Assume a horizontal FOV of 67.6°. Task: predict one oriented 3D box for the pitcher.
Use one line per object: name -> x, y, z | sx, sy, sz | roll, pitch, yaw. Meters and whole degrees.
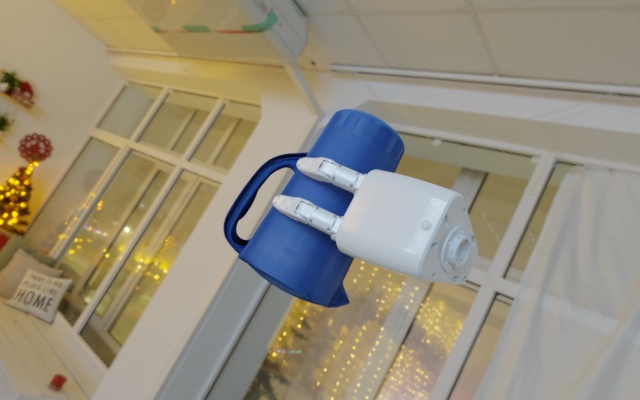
pitcher -> 0.000, 0.002, 0.617 | 0.145, 0.242, 0.149 | 18, -16, 45
